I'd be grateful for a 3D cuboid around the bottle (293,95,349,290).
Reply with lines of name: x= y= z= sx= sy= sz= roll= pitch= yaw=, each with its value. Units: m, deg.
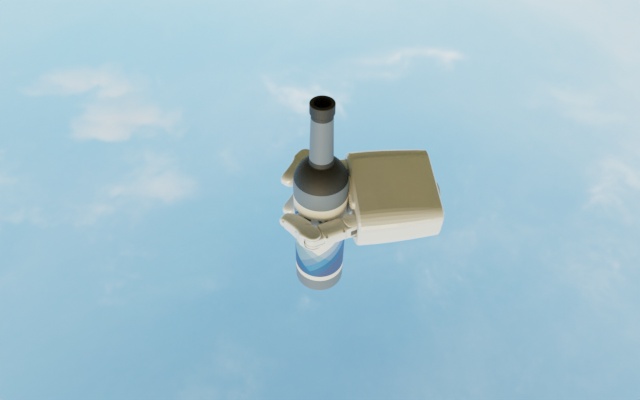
bottle: x=0.000 y=0.002 z=0.591 sx=0.069 sy=0.069 sz=0.296 roll=0 pitch=-44 yaw=-1
